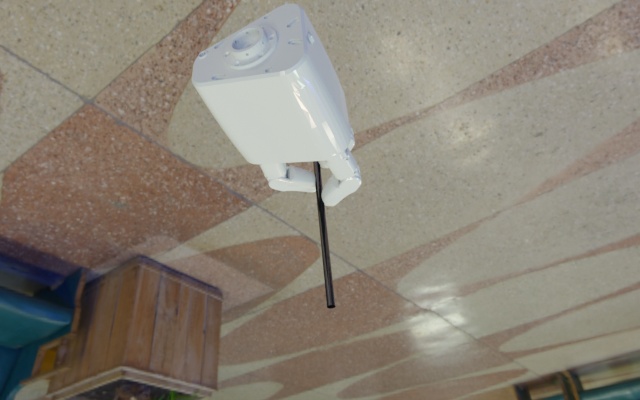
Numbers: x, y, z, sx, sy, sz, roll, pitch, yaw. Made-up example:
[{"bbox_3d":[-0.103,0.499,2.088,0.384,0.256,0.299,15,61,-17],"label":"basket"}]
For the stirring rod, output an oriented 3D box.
[{"bbox_3d":[0.000,0.002,0.512,0.011,0.239,0.011,-4,-36,-3],"label":"stirring rod"}]
